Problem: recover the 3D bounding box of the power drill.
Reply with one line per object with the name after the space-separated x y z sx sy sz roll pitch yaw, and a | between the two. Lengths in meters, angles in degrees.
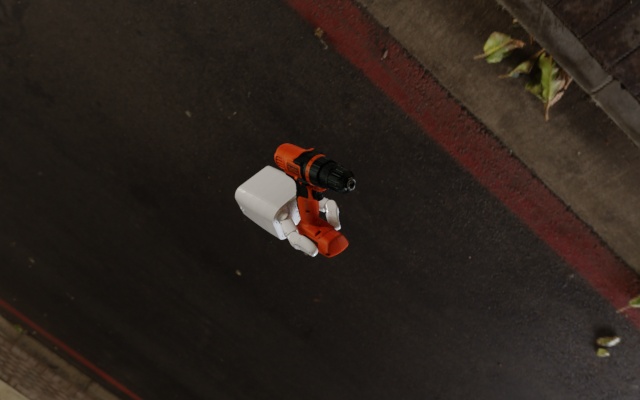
0.000 0.003 0.824 0.057 0.188 0.184 -28 36 -28 | power drill
